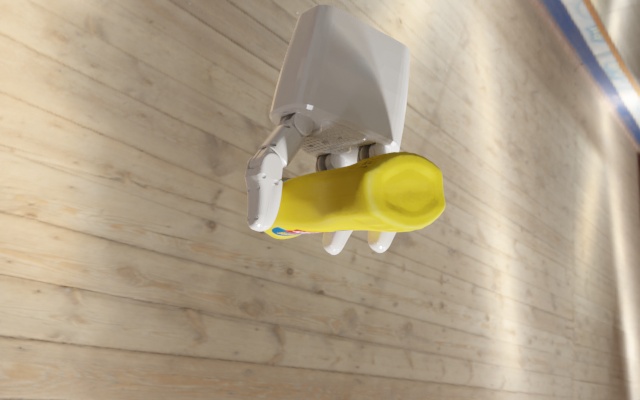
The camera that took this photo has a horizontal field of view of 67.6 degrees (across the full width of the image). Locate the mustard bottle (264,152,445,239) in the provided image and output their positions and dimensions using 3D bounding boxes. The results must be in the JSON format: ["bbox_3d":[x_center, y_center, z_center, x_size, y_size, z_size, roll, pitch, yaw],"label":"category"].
[{"bbox_3d":[0.000,0.002,0.407,0.096,0.058,0.191,-6,-1,-44],"label":"mustard bottle"}]
